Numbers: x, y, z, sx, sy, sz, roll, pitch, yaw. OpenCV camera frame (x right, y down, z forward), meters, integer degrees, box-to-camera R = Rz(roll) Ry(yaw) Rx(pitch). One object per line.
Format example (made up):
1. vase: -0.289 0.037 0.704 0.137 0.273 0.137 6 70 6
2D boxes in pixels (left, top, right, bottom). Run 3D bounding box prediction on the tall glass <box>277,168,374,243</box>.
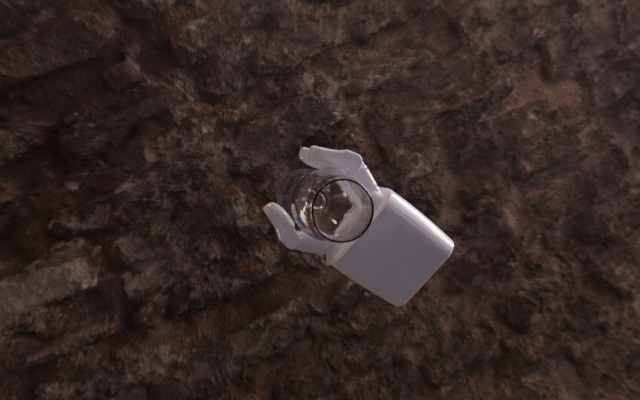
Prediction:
1. tall glass: 0.000 0.002 0.548 0.079 0.079 0.201 0 5 -12
